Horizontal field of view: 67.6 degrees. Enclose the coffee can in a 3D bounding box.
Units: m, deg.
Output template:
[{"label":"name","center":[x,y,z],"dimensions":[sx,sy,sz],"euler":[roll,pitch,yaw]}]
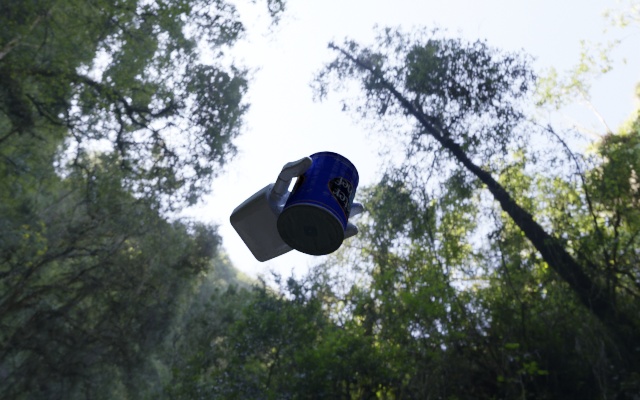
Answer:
[{"label":"coffee can","center":[0.000,0.002,0.755],"dimensions":[0.103,0.103,0.140],"euler":[0,40,17]}]
